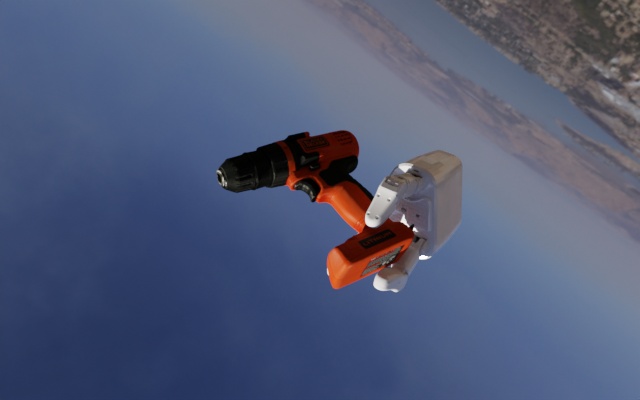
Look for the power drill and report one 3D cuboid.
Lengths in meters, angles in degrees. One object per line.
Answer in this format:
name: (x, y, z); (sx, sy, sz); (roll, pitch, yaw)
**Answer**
power drill: (0.001, 0.002, 0.533); (0.184, 0.187, 0.057); (-19, -30, -29)
